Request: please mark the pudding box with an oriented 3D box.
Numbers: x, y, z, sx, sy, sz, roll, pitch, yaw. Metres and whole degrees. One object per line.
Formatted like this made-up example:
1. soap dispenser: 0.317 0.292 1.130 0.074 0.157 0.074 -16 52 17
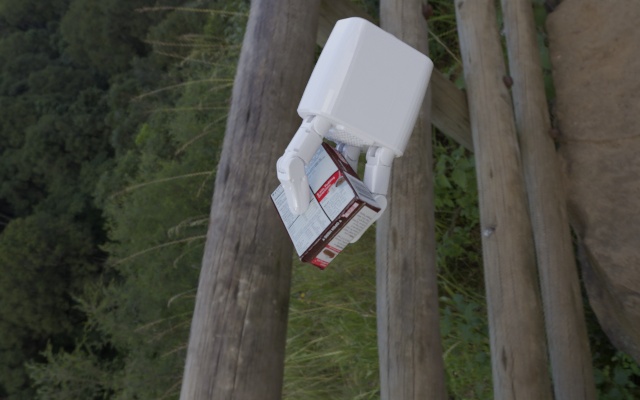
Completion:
1. pudding box: 0.000 0.002 0.500 0.039 0.090 0.113 28 21 -37
